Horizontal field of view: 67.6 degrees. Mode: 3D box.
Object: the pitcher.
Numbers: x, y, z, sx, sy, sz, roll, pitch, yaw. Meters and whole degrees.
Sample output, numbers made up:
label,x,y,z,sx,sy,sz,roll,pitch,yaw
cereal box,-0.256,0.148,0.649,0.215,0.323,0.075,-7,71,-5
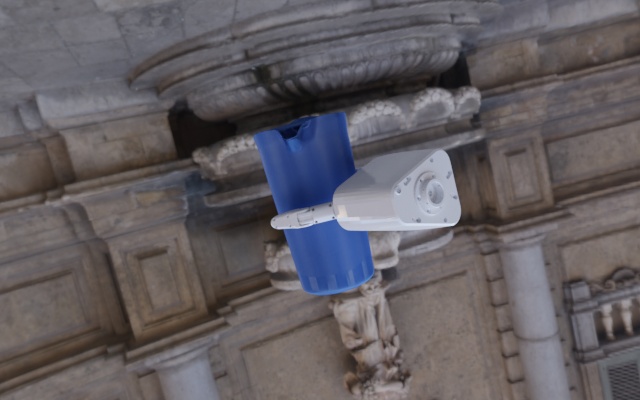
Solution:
label,x,y,z,sx,sy,sz,roll,pitch,yaw
pitcher,0.000,0.002,0.691,0.149,0.243,0.145,-18,7,-36
